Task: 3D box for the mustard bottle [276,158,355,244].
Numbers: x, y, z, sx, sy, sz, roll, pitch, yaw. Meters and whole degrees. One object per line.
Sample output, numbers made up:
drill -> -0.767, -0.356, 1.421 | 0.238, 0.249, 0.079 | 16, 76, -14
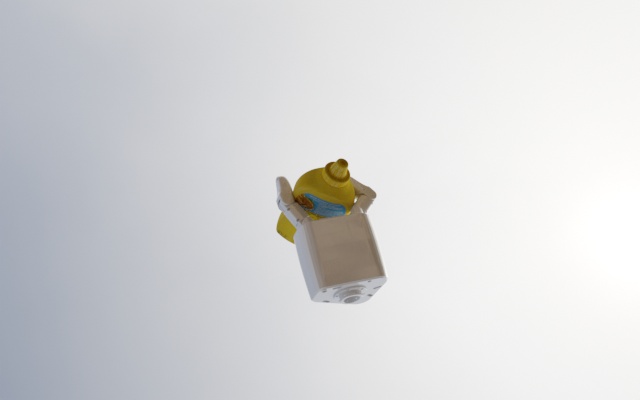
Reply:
mustard bottle -> 0.000, 0.002, 0.747 | 0.096, 0.058, 0.192 | 20, -41, -8
